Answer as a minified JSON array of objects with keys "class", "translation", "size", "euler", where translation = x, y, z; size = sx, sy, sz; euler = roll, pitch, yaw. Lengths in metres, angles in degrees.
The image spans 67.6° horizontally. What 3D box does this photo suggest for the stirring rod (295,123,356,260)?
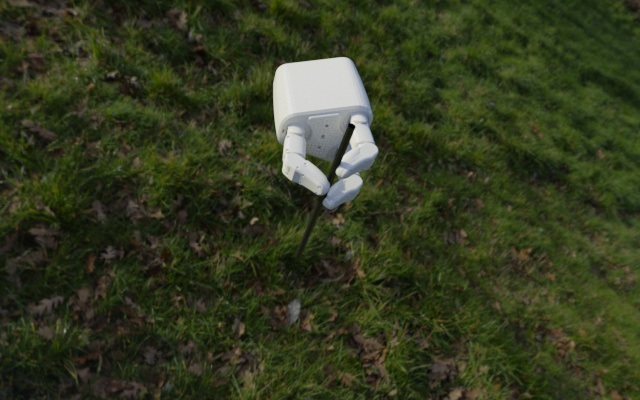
[{"class":"stirring rod","translation":[0.000,0.002,0.558],"size":[0.011,0.011,0.240],"euler":[0,-39,-19]}]
